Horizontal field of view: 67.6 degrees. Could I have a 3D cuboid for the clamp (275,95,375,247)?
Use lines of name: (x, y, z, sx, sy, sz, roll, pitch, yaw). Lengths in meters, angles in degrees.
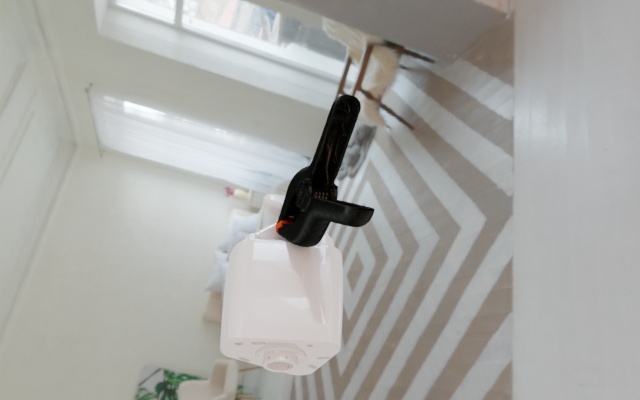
clamp: (-0.001, 0.001, 0.438, 0.039, 0.120, 0.172, 11, -39, -17)
